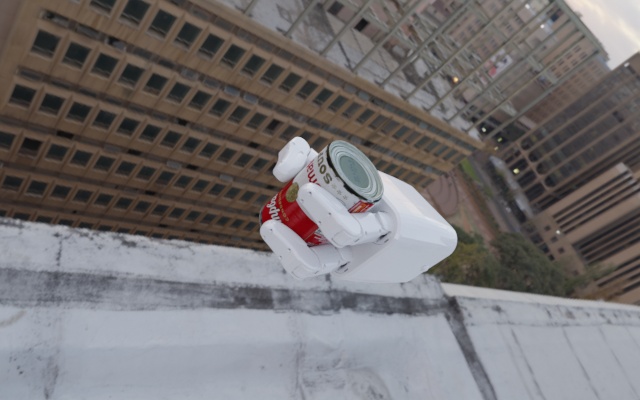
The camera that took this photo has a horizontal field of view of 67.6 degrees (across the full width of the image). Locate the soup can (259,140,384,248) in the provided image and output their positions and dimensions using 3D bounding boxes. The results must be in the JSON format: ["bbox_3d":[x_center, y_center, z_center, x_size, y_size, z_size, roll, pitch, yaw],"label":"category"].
[{"bbox_3d":[0.000,0.001,0.441,0.068,0.068,0.102,0,-34,-50],"label":"soup can"}]
